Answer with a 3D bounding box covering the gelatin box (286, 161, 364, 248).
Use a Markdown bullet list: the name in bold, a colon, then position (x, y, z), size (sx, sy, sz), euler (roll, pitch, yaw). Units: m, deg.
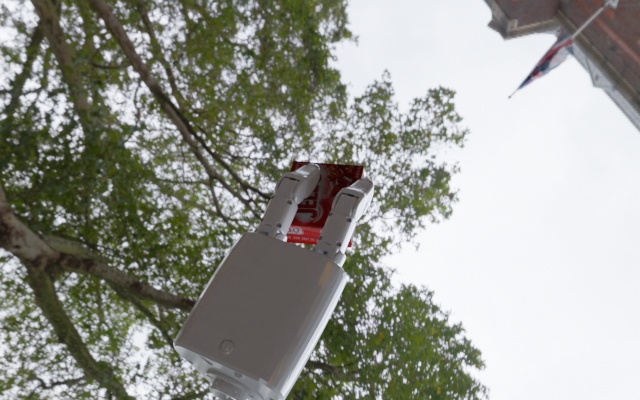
- **gelatin box**: position (0.000, 0.002, 0.458), size (0.073, 0.030, 0.089), euler (5, 46, 12)
